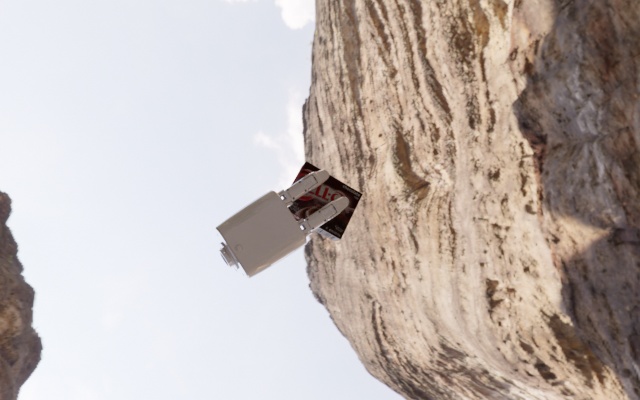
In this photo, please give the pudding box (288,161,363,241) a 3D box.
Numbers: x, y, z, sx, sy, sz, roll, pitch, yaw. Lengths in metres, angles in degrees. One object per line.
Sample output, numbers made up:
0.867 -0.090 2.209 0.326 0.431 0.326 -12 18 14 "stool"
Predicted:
0.000 0.003 0.787 0.113 0.090 0.039 30 -20 -8 "pudding box"
